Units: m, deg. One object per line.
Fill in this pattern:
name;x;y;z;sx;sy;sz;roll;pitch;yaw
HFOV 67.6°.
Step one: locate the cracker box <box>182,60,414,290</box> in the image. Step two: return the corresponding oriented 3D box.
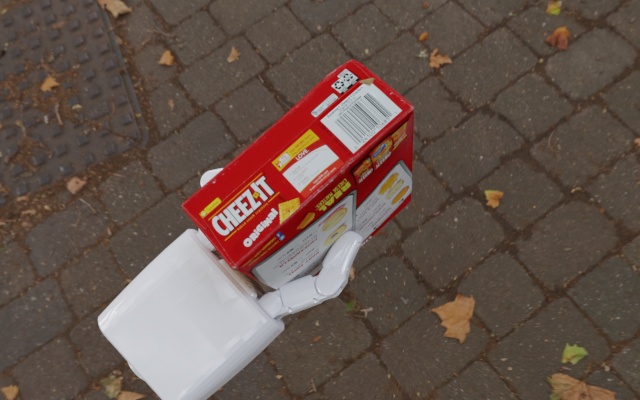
cracker box;0.000;0.001;0.421;0.164;0.072;0.214;-42;-19;-5
